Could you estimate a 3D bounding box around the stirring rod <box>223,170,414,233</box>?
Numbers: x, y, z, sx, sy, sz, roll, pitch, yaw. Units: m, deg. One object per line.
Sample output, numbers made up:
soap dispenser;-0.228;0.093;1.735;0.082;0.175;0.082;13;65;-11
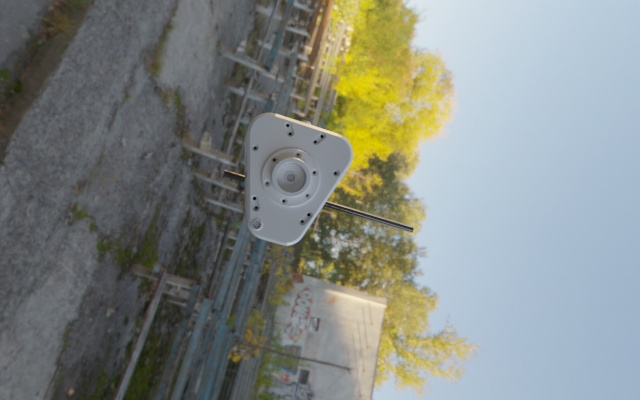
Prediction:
stirring rod;0.000;0.002;0.580;0.239;0.011;0.011;17;-2;-7
